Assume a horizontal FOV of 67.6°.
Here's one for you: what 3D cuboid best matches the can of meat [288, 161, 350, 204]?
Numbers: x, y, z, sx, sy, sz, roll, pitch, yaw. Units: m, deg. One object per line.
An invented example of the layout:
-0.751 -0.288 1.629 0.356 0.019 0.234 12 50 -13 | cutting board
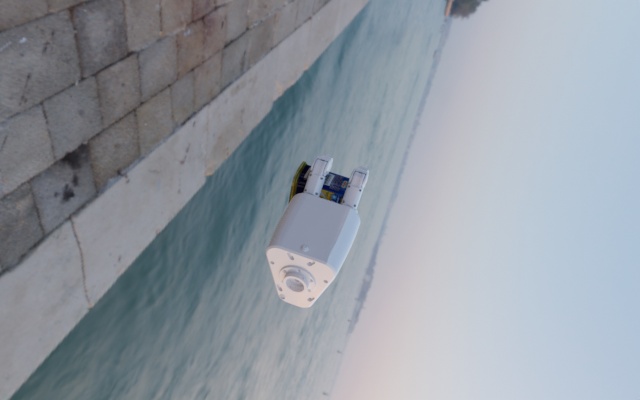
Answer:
0.000 0.002 0.713 0.084 0.102 0.057 18 37 8 | can of meat
